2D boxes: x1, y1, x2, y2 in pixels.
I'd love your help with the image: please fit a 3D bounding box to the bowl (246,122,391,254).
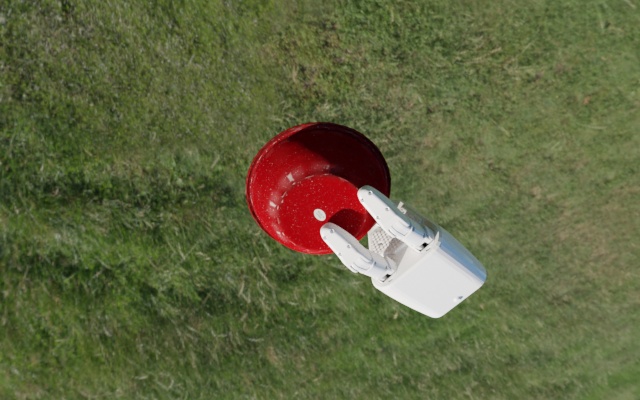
[{"bbox_3d":[-0.001,0.001,0.508,0.162,0.162,0.055,0,29,-4],"label":"bowl"}]
